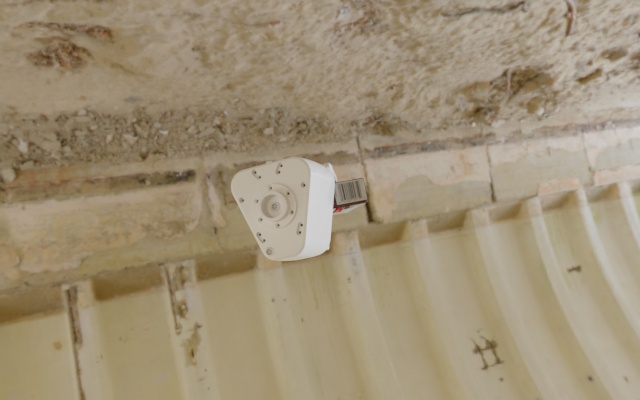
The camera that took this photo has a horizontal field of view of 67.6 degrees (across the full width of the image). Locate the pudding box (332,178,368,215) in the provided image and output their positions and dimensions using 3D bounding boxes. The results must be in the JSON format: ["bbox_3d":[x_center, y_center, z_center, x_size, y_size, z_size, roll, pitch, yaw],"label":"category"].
[{"bbox_3d":[0.000,0.002,0.682,0.113,0.039,0.090,-9,-7,-15],"label":"pudding box"}]
